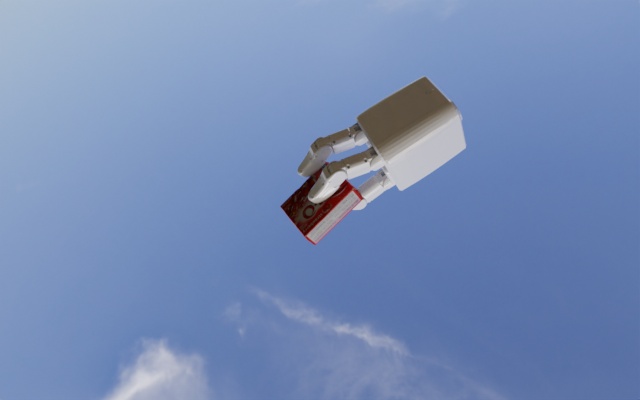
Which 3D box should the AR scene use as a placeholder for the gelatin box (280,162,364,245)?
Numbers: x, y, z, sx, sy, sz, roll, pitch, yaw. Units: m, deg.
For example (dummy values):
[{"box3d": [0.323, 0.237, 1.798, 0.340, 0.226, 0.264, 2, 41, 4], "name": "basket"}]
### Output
[{"box3d": [0.000, 0.002, 0.620, 0.030, 0.089, 0.073, 44, 2, -45], "name": "gelatin box"}]
